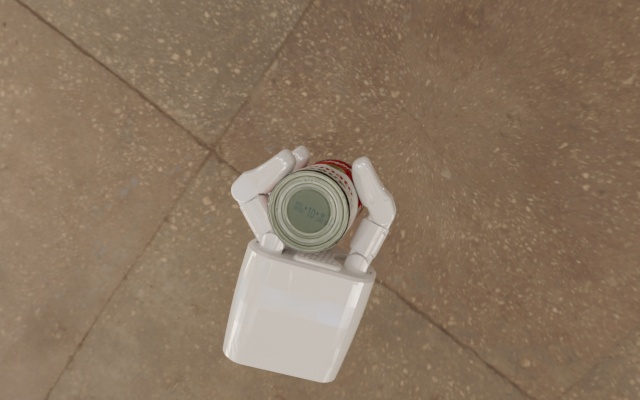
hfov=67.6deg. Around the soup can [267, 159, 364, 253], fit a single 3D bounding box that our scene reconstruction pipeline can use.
[{"bbox_3d":[0.000,0.001,0.415,0.068,0.068,0.102,0,9,12],"label":"soup can"}]
